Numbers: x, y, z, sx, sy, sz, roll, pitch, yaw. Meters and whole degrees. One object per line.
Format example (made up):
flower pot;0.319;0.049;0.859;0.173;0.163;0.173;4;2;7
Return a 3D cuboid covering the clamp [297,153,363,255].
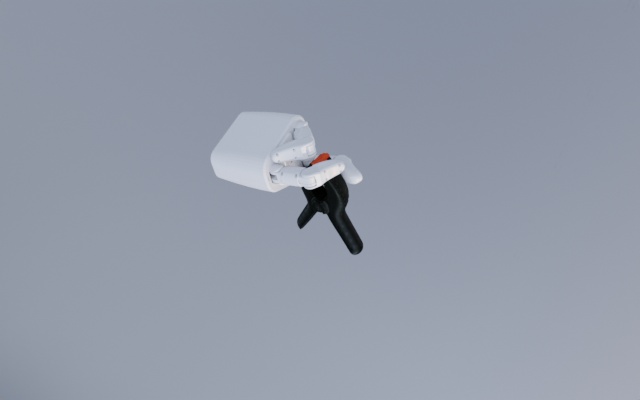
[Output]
clamp;0.000;0.003;0.708;0.120;0.172;0.039;12;42;31
